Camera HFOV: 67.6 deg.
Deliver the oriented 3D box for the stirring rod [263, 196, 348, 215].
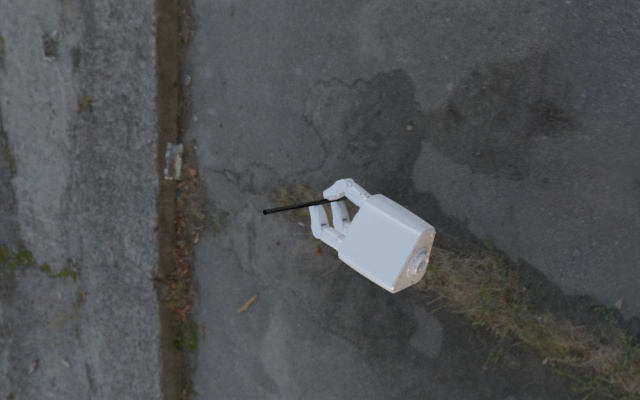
[{"bbox_3d":[0.000,0.003,0.772,0.011,0.011,0.239,0,7,42],"label":"stirring rod"}]
